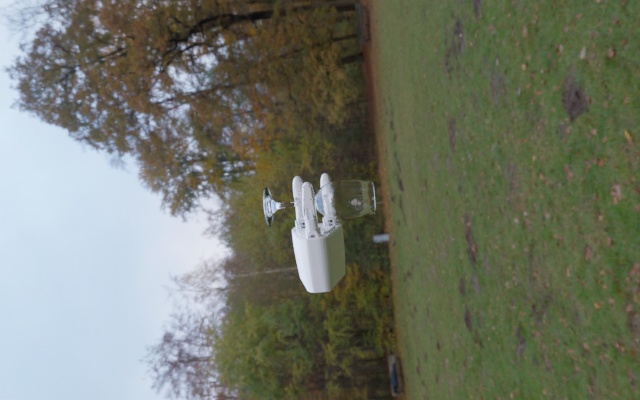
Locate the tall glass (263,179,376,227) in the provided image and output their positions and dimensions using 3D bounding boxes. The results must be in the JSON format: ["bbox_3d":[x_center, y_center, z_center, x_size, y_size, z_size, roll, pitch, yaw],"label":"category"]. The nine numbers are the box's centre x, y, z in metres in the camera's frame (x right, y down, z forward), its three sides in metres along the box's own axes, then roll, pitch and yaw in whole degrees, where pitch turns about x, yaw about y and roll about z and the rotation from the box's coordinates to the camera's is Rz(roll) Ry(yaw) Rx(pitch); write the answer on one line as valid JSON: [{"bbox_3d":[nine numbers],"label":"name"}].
[{"bbox_3d":[-0.001,0.003,0.886,0.201,0.079,0.079,-6,-1,5],"label":"tall glass"}]
